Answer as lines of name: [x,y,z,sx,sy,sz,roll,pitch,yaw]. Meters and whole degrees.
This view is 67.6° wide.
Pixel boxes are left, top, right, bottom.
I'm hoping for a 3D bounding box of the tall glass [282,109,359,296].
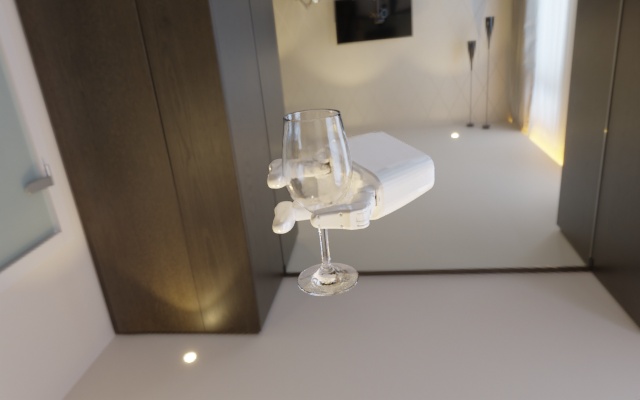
tall glass: [0.000,0.002,0.539,0.079,0.201,0.079,-5,21,2]
